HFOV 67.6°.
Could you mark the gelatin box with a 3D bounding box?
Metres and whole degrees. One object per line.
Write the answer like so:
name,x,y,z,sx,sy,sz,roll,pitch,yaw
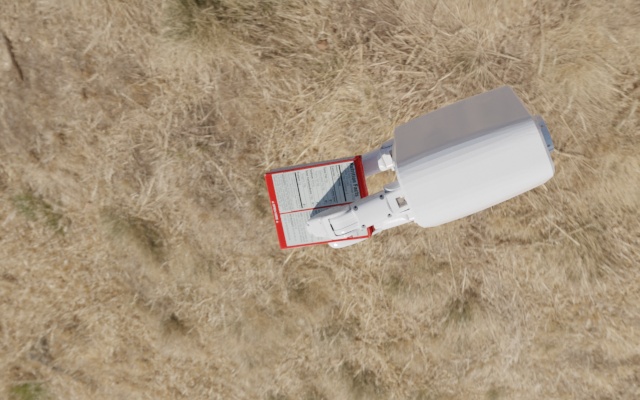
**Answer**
gelatin box,0.000,0.002,0.438,0.089,0.073,0.030,-9,12,13
